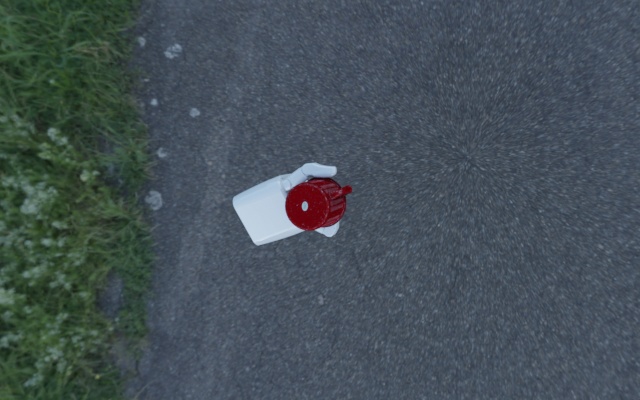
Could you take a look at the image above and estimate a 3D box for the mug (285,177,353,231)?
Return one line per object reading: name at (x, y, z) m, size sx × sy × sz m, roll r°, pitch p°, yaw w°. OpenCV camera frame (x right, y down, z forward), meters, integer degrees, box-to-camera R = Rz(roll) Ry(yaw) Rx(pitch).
mug at (0.001, 0.002, 0.817) m, size 0.117 × 0.093 × 0.081 m, roll -21°, pitch -1°, yaw 20°
